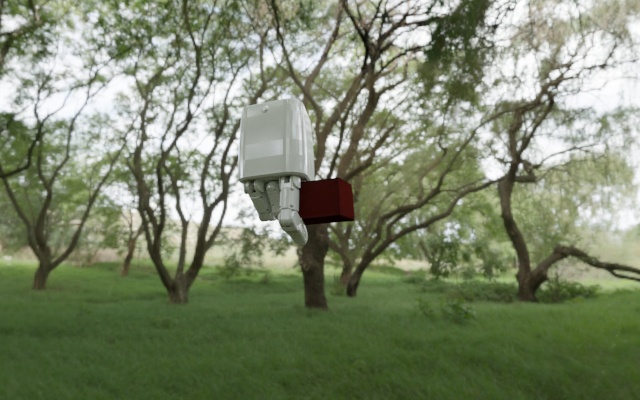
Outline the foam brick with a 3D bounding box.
[{"bbox_3d":[0.000,0.002,0.642,0.078,0.051,0.053,-6,-13,23],"label":"foam brick"}]
